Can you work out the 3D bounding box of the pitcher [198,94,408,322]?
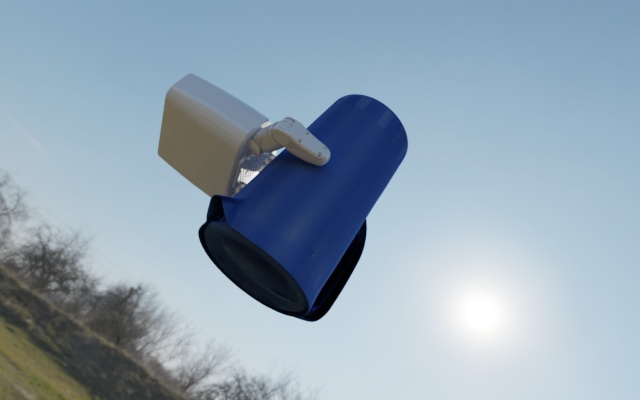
[{"bbox_3d":[0.000,0.002,0.523,0.145,0.242,0.149,34,-31,10],"label":"pitcher"}]
